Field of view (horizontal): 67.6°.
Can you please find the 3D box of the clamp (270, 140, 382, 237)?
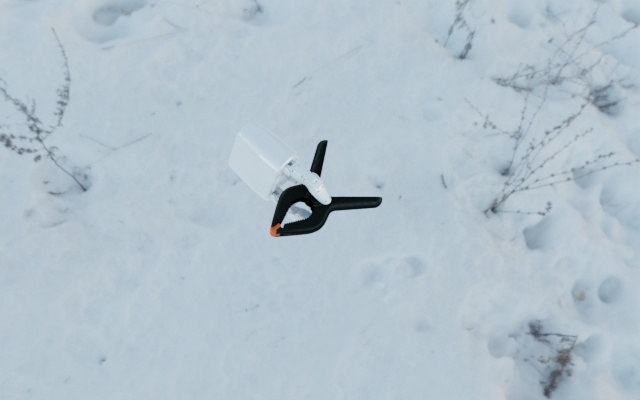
[{"bbox_3d":[0.000,0.003,0.856,0.210,0.164,0.036,-45,-10,-24],"label":"clamp"}]
